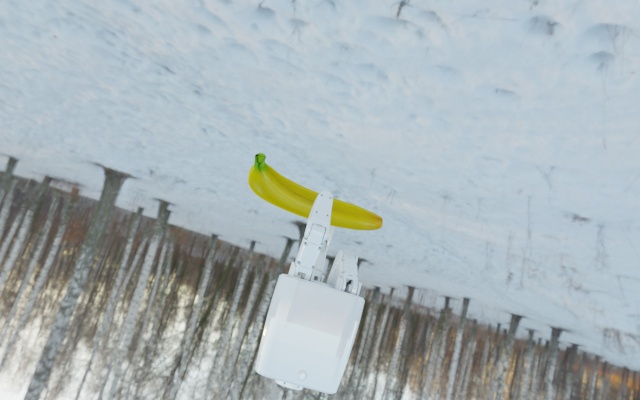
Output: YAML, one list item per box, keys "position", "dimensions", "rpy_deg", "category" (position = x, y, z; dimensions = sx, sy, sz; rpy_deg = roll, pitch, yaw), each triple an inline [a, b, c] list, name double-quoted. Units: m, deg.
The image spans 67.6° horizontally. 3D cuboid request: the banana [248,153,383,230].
- position: [-0.014, 0.001, 0.570]
  dimensions: [0.198, 0.037, 0.069]
  rpy_deg: [25, -15, -34]
  category: "banana"
